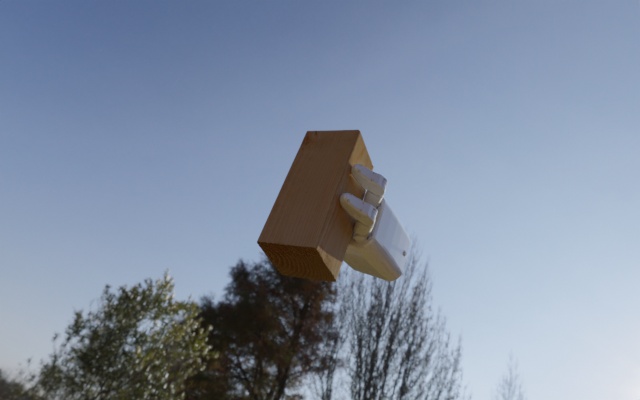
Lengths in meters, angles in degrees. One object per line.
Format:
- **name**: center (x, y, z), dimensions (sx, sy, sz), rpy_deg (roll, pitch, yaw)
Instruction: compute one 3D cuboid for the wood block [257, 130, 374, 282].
- **wood block**: center (0.000, 0.002, 0.692), dimensions (0.091, 0.206, 0.090), rpy_deg (2, -37, 27)
